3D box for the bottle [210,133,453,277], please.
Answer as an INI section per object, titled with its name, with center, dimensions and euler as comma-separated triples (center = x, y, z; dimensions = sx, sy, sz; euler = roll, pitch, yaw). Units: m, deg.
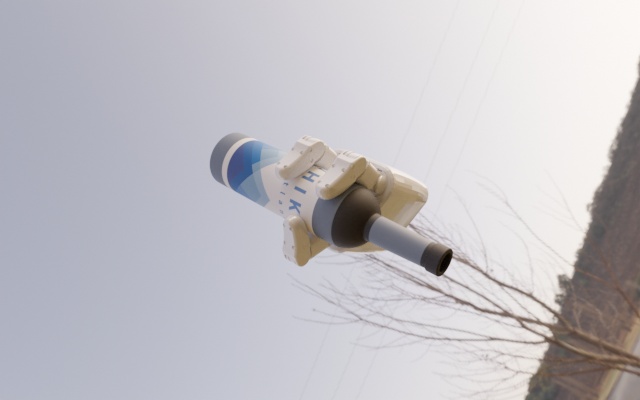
[bottle]
center = 0.000, 0.002, 0.499
dimensions = 0.295, 0.069, 0.069
euler = 26, 16, 35
